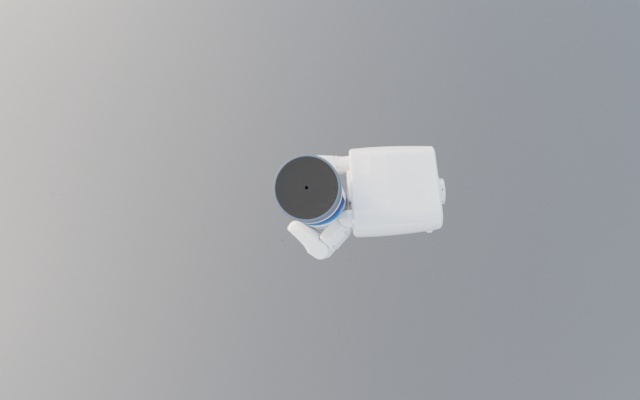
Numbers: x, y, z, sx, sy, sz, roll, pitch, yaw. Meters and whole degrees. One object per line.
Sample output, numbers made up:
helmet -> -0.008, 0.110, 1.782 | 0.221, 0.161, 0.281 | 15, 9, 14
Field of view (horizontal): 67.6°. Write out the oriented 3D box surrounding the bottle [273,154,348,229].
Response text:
bottle -> 0.000, 0.002, 0.607 | 0.069, 0.069, 0.296 | 0, -6, 5
